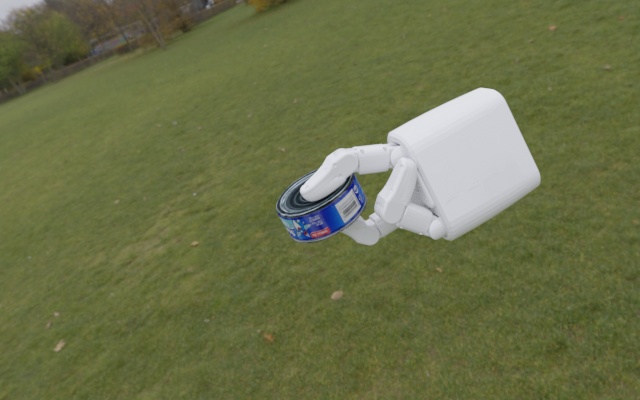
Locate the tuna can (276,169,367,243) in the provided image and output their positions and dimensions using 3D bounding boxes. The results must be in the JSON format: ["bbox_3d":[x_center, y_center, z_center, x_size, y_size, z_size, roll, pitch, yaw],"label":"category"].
[{"bbox_3d":[0.000,0.001,0.471,0.086,0.034,0.086,-23,27,12],"label":"tuna can"}]
